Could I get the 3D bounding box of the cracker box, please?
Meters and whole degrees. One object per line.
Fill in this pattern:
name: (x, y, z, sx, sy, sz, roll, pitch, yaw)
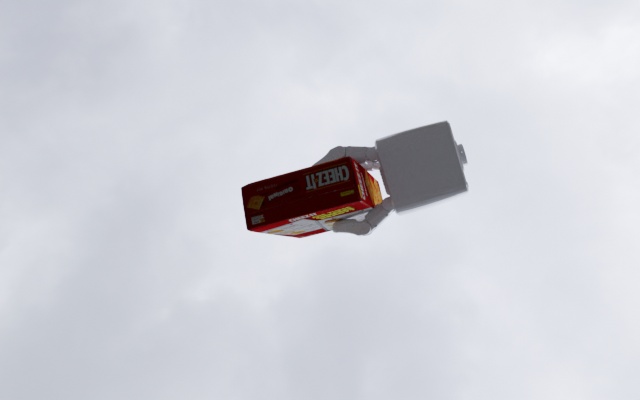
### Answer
cracker box: (0.000, 0.003, 0.728, 0.164, 0.072, 0.214, -15, -11, 14)
